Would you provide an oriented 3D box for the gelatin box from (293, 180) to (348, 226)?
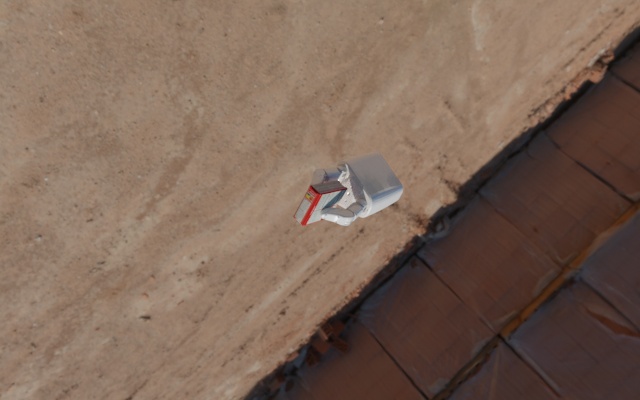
[{"bbox_3d":[0.000,0.003,0.867,0.030,0.073,0.089,42,31,22],"label":"gelatin box"}]
